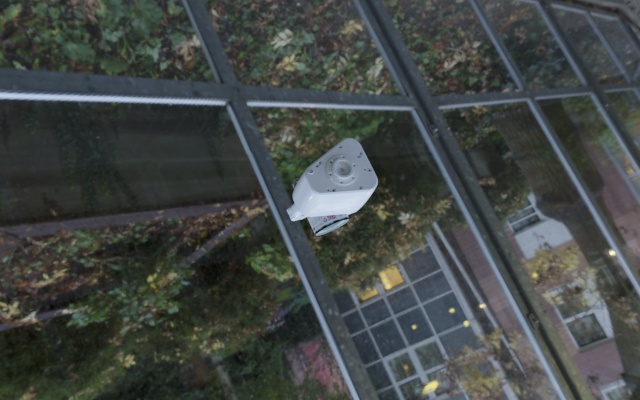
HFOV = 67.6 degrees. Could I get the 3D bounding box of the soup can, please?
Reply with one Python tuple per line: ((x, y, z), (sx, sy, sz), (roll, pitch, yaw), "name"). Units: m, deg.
((0.000, 0.003, 0.850), (0.068, 0.102, 0.068), (-24, -12, -5), "soup can")
